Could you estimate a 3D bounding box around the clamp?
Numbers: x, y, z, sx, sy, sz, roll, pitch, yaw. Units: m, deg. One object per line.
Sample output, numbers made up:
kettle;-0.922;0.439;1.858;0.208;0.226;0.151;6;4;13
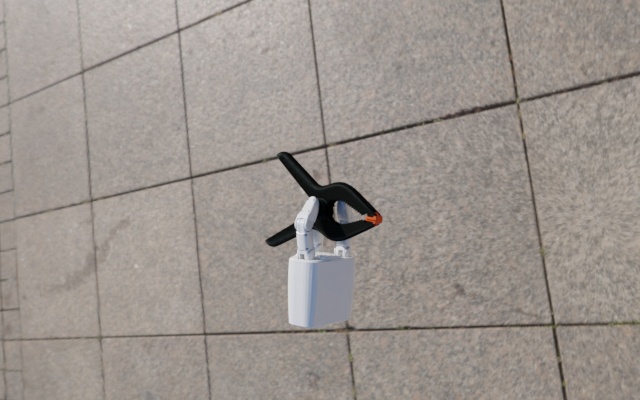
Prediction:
clamp;0.000;0.003;0.777;0.210;0.164;0.036;3;3;30
